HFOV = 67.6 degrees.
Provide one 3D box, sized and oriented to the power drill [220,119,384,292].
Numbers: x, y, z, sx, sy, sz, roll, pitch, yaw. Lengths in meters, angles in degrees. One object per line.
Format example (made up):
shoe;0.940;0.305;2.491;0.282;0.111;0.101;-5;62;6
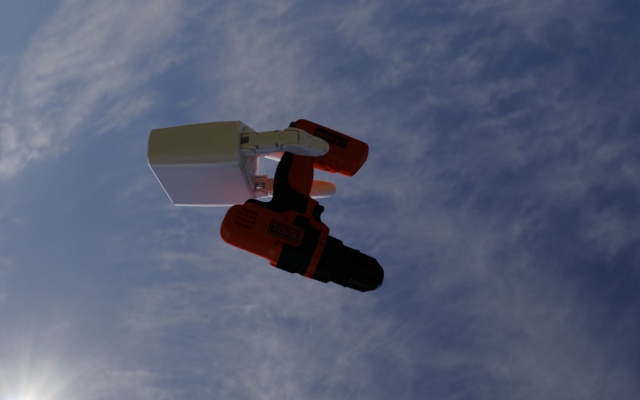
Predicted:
power drill;0.000;0.001;0.554;0.184;0.187;0.057;22;-37;-3
